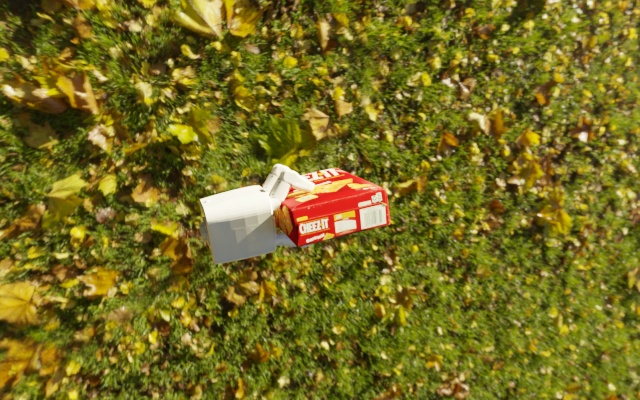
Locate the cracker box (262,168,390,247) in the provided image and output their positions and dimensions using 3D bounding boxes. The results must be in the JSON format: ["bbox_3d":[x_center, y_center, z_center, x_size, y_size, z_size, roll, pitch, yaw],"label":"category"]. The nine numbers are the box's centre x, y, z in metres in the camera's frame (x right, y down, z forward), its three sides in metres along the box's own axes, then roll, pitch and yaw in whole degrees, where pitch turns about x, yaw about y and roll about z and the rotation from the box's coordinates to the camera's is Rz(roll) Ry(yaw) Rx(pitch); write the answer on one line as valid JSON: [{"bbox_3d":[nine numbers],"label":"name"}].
[{"bbox_3d":[0.000,0.003,0.842,0.164,0.072,0.213,-13,17,-16],"label":"cracker box"}]
